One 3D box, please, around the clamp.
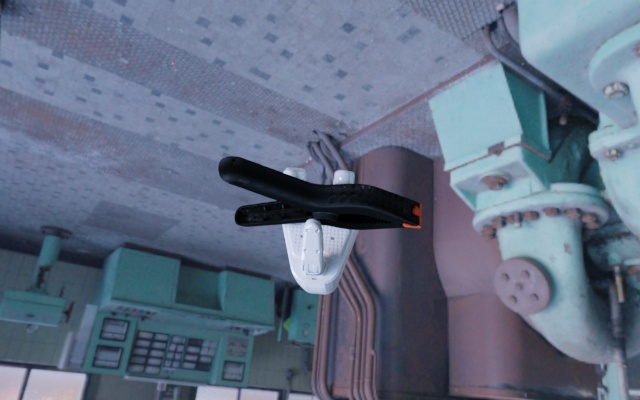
[{"bbox_3d":[0.001,0.002,0.486,0.210,0.036,0.165,4,-18,4],"label":"clamp"}]
